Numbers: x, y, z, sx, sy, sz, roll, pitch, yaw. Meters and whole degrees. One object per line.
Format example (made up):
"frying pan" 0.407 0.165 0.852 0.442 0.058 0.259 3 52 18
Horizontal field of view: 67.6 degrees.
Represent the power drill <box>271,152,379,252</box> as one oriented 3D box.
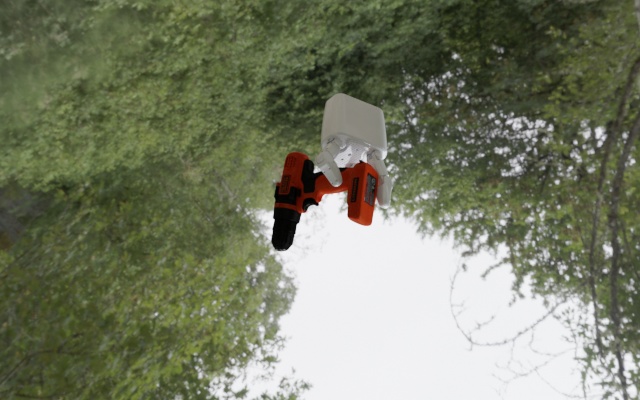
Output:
"power drill" 0.001 0.002 0.828 0.187 0.184 0.057 2 -13 32
